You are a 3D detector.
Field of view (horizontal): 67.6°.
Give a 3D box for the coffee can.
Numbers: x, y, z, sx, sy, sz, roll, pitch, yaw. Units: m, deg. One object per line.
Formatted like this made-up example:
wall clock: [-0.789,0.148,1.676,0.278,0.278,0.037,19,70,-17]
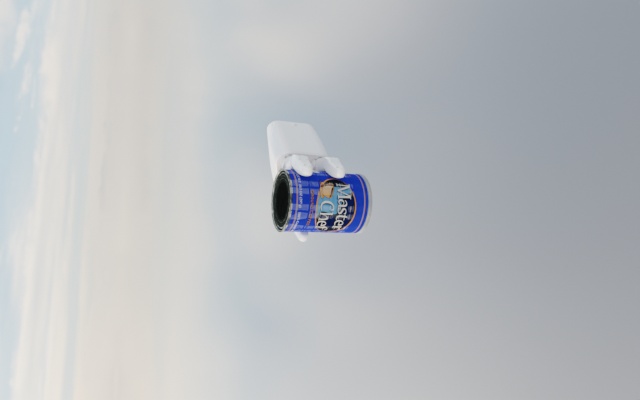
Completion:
coffee can: [0.000,0.003,0.789,0.140,0.103,0.103,3,-1,-22]
